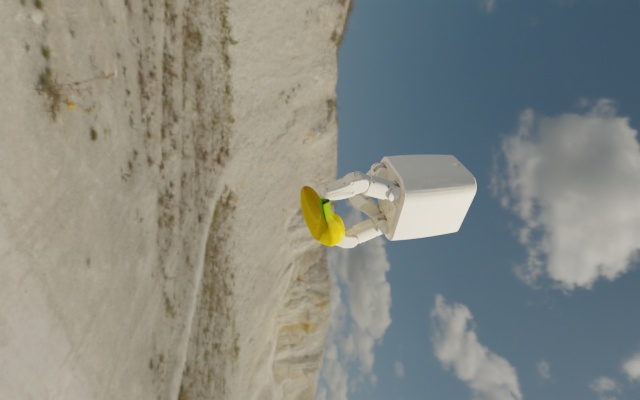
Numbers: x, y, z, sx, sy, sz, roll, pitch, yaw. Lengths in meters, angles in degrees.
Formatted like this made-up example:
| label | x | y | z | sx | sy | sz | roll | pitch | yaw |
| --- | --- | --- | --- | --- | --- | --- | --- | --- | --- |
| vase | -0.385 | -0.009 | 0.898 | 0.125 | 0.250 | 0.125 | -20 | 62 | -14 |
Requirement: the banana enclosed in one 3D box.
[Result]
| label | x | y | z | sx | sy | sz | roll | pitch | yaw |
| --- | --- | --- | --- | --- | --- | --- | --- | --- | --- |
| banana | 0.002 | 0.021 | 0.631 | 0.037 | 0.069 | 0.198 | -7 | 7 | -10 |
